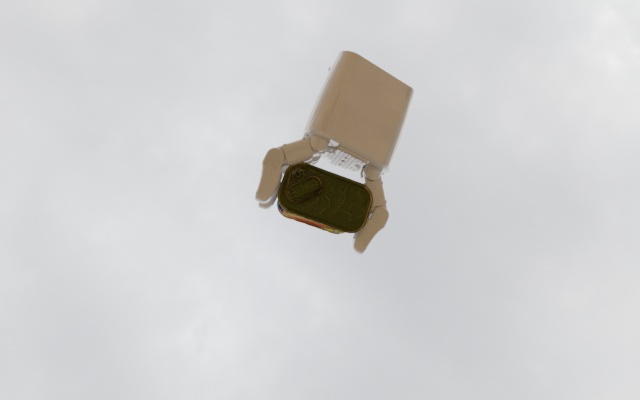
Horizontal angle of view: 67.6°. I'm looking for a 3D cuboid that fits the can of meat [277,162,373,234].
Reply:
[{"bbox_3d":[0.000,0.002,0.554,0.102,0.057,0.084,20,-9,-5],"label":"can of meat"}]
